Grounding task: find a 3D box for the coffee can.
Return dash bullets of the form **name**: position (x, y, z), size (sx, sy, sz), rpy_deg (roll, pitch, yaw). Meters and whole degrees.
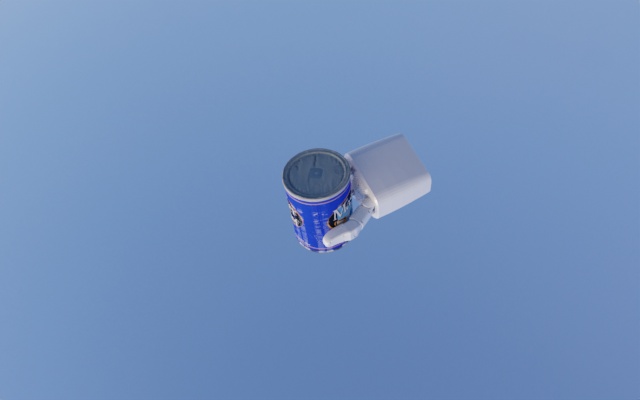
- **coffee can**: position (0.000, 0.003, 0.759), size (0.103, 0.102, 0.140), rpy_deg (0, -39, 7)
